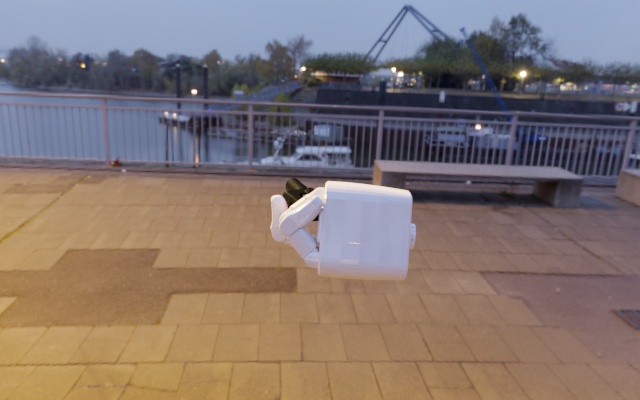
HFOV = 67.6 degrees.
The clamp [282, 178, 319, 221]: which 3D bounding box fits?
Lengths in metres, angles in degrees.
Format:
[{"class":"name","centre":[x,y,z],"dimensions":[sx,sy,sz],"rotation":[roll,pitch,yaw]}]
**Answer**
[{"class":"clamp","centre":[0.000,0.002,0.687],"dimensions":[0.120,0.039,0.171],"rotation":[7,14,2]}]
